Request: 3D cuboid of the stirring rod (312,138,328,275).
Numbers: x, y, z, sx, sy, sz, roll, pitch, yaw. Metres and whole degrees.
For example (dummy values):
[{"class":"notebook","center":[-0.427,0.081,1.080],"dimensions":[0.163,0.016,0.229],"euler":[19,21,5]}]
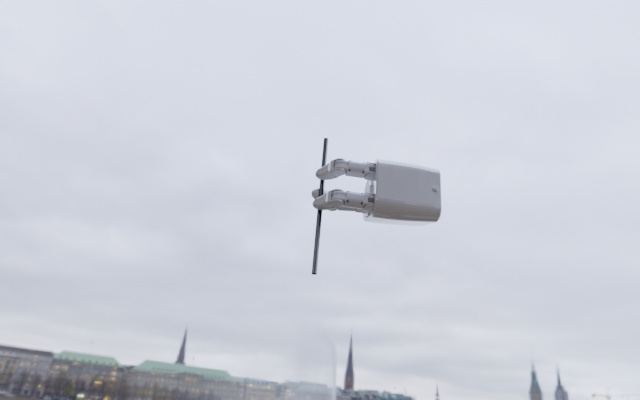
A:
[{"class":"stirring rod","center":[0.000,0.003,0.772],"dimensions":[0.011,0.239,0.011],"euler":[4,-25,2]}]
